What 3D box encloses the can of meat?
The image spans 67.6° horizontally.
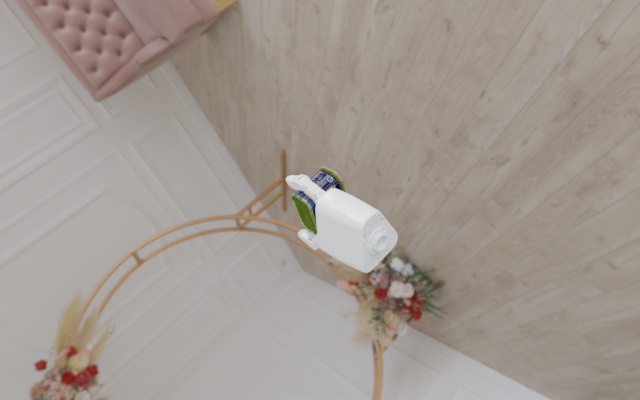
[{"bbox_3d":[0.000,0.003,0.883,0.057,0.102,0.084,29,61,39],"label":"can of meat"}]
